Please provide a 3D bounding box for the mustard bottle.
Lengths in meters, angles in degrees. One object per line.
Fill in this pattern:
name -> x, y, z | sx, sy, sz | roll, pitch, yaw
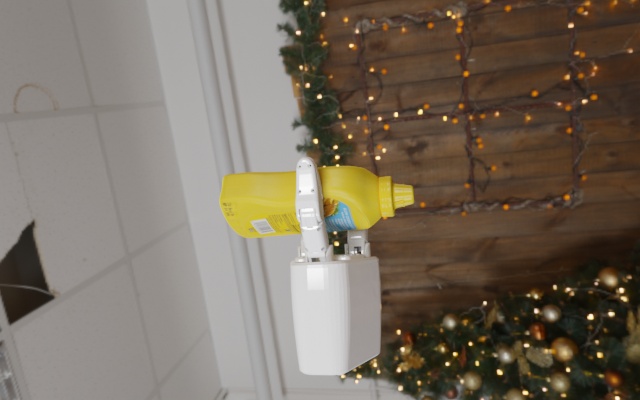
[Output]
mustard bottle -> 0.000, 0.001, 0.499 | 0.191, 0.058, 0.096 | -4, -30, 13
